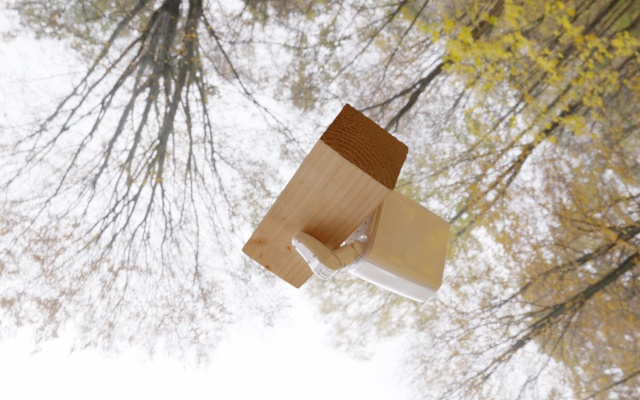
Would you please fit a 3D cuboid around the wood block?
[{"bbox_3d":[0.000,0.002,0.559,0.090,0.206,0.090,35,40,-4],"label":"wood block"}]
